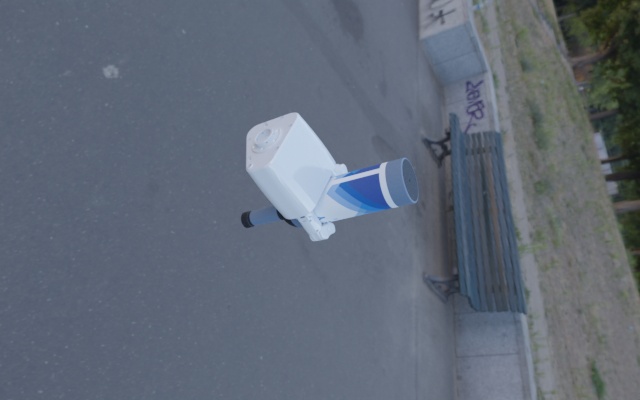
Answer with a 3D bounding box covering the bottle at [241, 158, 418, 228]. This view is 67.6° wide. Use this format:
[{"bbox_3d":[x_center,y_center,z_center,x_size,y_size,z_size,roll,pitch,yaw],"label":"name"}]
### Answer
[{"bbox_3d":[0.000,0.002,0.742,0.296,0.069,0.069,-14,-7,27],"label":"bottle"}]
